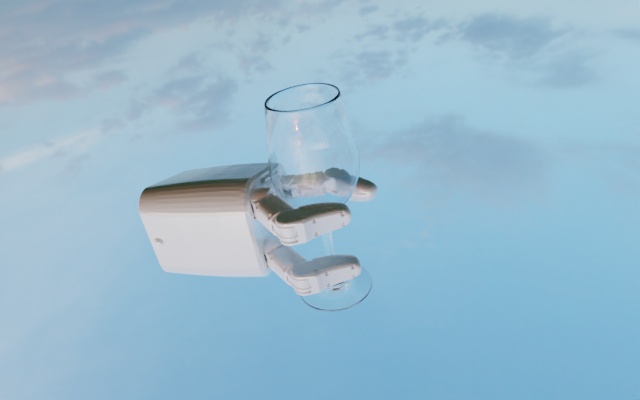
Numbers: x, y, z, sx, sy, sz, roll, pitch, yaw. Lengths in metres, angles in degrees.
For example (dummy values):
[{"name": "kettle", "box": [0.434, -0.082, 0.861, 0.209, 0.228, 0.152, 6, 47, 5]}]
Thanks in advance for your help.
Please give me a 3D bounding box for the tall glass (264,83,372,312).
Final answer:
[{"name": "tall glass", "box": [0.000, 0.002, 0.430, 0.079, 0.201, 0.079, -7, 31, 4]}]
